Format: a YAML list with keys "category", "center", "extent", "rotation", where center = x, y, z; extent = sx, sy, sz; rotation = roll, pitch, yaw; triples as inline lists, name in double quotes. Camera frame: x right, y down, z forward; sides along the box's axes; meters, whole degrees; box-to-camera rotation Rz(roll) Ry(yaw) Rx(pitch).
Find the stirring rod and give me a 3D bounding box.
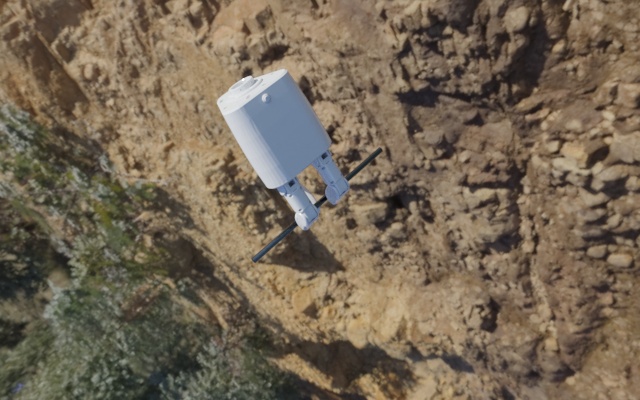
- category: "stirring rod"
  center: [0.000, 0.002, 0.649]
  extent: [0.239, 0.011, 0.011]
  rotation: [-41, 15, -17]
